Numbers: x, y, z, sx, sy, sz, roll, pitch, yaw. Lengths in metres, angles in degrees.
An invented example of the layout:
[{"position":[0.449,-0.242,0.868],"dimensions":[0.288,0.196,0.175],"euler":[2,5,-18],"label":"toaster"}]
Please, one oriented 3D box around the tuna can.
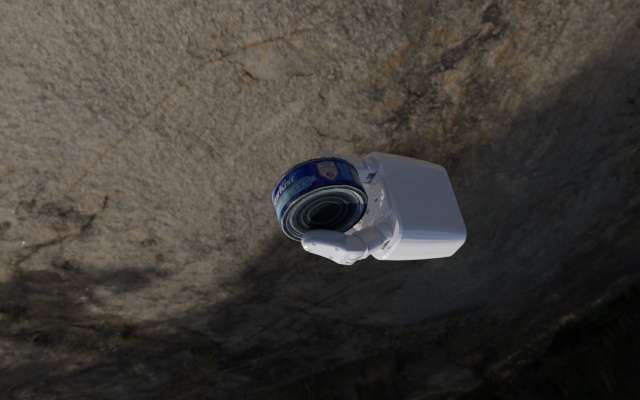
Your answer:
[{"position":[0.000,0.002,0.444],"dimensions":[0.086,0.033,0.086],"euler":[-12,-37,-10],"label":"tuna can"}]
